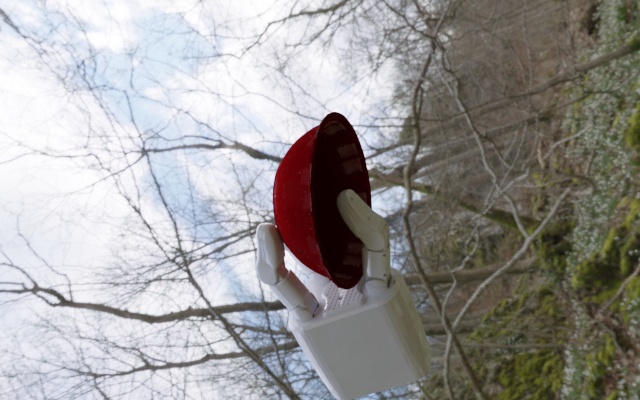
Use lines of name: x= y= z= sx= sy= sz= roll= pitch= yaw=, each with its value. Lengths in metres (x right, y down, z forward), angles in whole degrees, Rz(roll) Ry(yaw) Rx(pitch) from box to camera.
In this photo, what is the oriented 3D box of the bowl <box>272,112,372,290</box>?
bowl: x=-0.001 y=0.000 z=0.447 sx=0.055 sy=0.162 sz=0.162 roll=-4 pitch=-2 yaw=22
